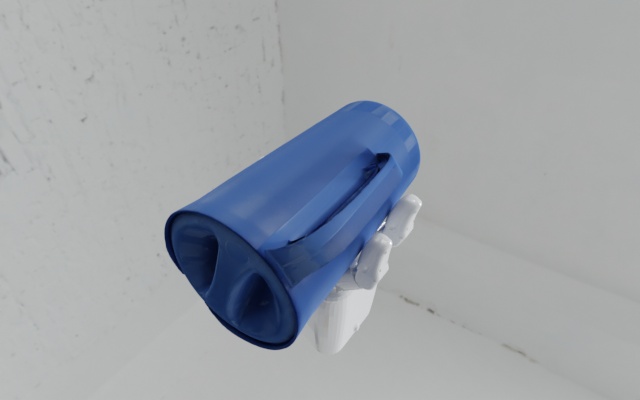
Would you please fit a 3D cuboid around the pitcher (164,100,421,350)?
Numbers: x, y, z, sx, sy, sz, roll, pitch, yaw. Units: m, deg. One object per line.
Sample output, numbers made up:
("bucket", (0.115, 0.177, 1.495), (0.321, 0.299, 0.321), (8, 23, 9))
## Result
("pitcher", (0.000, 0.002, 0.426), (0.149, 0.145, 0.242), (25, 46, 24))
